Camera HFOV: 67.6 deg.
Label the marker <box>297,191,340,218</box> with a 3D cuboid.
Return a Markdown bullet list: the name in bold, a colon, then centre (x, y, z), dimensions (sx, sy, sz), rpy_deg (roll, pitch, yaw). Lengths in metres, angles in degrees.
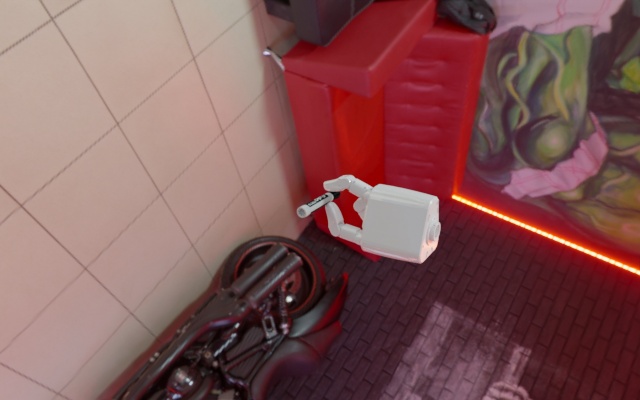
- **marker**: centre (0.000, 0.003, 0.830), dimensions (0.020, 0.020, 0.121), rpy_deg (0, 17, 33)
